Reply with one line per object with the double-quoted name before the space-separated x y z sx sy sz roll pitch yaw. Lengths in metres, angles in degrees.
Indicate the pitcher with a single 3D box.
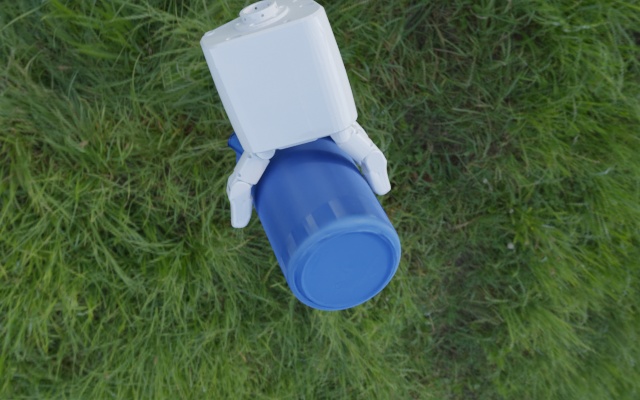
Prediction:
"pitcher" 0.000 0.002 0.522 0.149 0.145 0.242 -21 36 -5
